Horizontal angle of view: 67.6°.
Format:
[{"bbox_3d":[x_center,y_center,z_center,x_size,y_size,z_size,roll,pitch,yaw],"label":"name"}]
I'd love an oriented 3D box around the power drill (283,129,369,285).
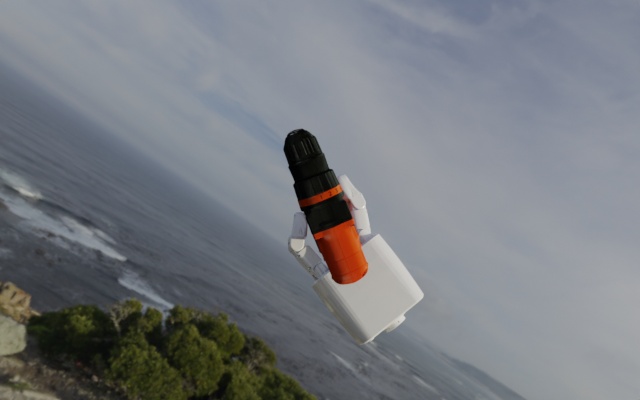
[{"bbox_3d":[0.000,0.002,0.607,0.057,0.184,0.187,-20,6,0],"label":"power drill"}]
